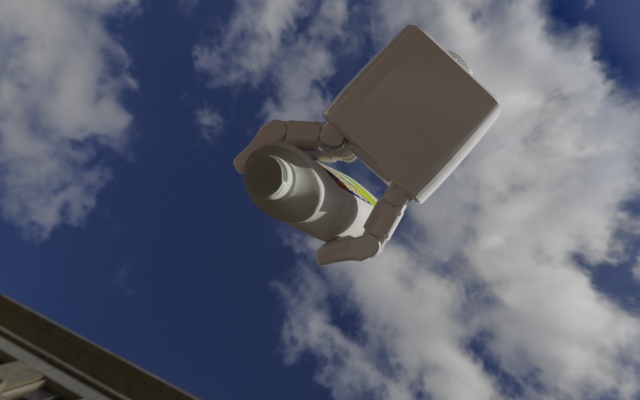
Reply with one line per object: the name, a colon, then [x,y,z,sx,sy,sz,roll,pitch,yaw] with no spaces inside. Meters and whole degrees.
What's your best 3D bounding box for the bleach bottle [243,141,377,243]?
bleach bottle: [0.000,0.001,0.438,0.102,0.068,0.251,42,6,15]
